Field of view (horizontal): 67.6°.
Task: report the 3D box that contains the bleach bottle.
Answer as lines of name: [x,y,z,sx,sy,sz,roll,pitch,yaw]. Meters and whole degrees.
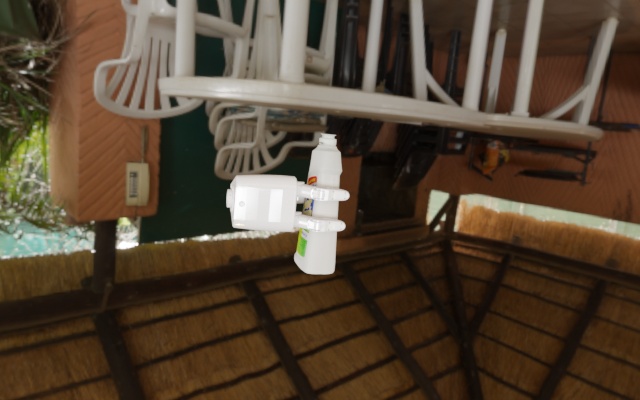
bleach bottle: [0.000,0.003,0.884,0.068,0.251,0.102,3,10,-16]
